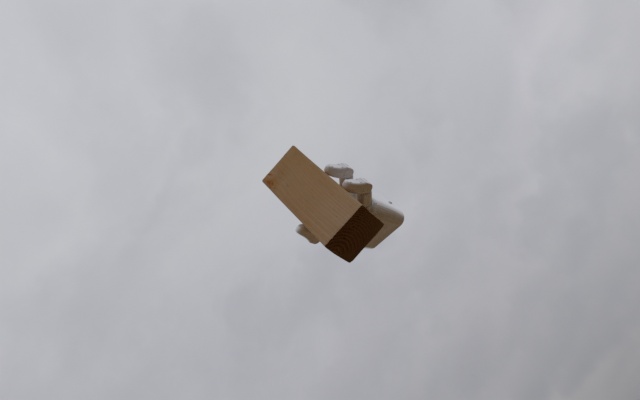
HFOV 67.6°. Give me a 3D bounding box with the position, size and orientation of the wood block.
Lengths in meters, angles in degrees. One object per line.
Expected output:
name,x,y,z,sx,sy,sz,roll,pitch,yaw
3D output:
wood block,0.000,0.003,0.837,0.206,0.091,0.090,43,3,40
